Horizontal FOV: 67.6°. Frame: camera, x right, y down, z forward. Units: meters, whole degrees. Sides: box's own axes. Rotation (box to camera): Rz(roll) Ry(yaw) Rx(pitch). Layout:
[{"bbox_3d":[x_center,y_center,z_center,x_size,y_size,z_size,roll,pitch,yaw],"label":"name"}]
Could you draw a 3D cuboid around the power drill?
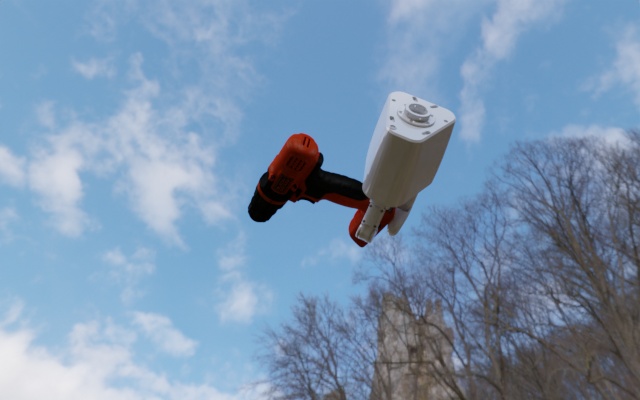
[{"bbox_3d":[0.001,0.002,0.696,0.188,0.057,0.184,23,-42,-15],"label":"power drill"}]
